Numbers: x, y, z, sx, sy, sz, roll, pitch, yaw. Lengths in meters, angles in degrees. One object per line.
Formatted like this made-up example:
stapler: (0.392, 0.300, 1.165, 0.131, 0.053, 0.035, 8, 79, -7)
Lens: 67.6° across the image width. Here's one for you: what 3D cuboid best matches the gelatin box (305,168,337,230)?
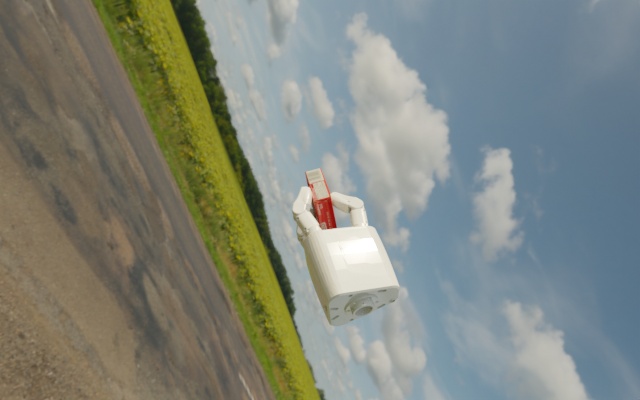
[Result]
gelatin box: (0.000, 0.002, 0.774, 0.030, 0.073, 0.089, -14, 38, -4)
